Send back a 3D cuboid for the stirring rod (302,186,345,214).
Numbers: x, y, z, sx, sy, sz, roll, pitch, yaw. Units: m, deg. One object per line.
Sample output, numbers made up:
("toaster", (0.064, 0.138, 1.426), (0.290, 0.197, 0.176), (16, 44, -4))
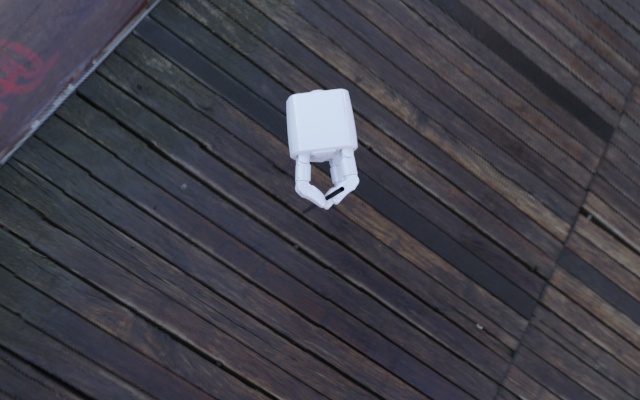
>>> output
("stirring rod", (0.000, 0.003, 0.853), (0.011, 0.011, 0.239), (0, -10, -16))
